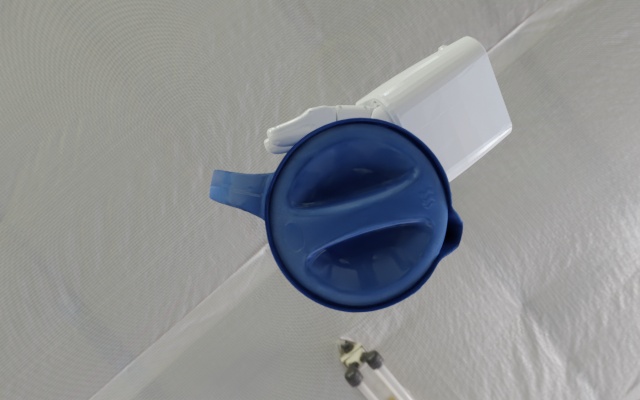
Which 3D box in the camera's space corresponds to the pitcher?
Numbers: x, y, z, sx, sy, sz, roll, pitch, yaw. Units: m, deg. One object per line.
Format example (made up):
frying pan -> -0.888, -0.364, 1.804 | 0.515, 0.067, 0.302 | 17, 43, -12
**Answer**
pitcher -> 0.000, 0.001, 0.434 | 0.145, 0.149, 0.243 | -35, 8, -6
